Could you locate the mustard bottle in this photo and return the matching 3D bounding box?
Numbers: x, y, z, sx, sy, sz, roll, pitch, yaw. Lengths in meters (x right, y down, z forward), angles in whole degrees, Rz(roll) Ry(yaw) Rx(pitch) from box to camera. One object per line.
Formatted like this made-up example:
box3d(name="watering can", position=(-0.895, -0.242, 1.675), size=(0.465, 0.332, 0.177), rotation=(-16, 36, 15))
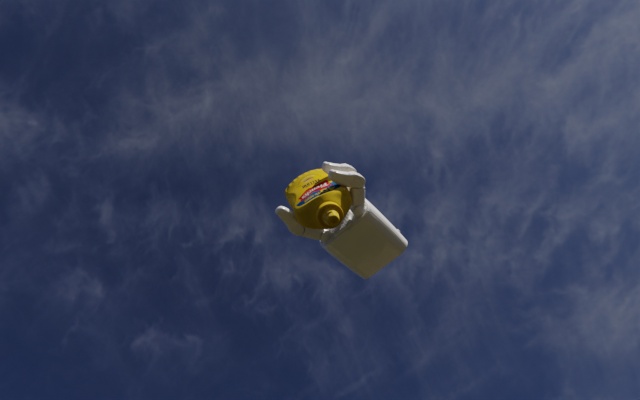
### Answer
box3d(name="mustard bottle", position=(0.000, 0.002, 0.788), size=(0.096, 0.058, 0.191), rotation=(-24, 21, -4))
